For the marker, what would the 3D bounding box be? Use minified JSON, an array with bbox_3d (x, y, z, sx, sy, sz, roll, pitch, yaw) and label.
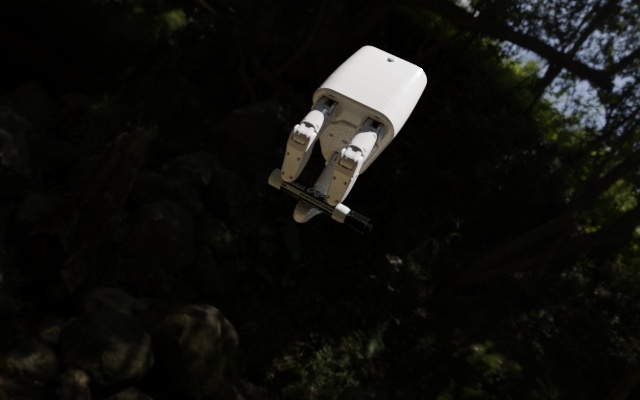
[{"bbox_3d":[0.000,0.002,0.505,0.121,0.020,0.020,29,6,12],"label":"marker"}]
